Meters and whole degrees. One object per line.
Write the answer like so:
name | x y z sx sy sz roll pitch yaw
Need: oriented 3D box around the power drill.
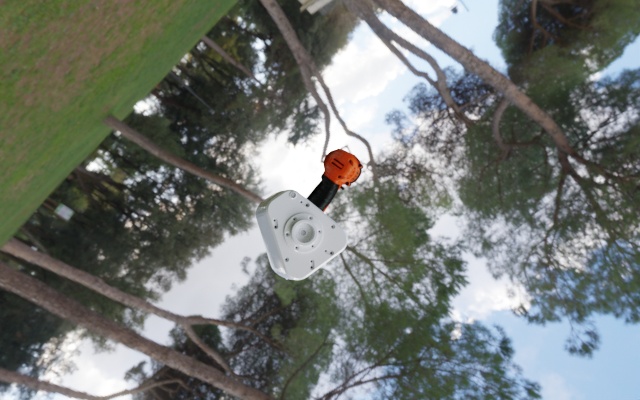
power drill | 0.000 0.003 0.771 0.057 0.187 0.184 34 5 10
